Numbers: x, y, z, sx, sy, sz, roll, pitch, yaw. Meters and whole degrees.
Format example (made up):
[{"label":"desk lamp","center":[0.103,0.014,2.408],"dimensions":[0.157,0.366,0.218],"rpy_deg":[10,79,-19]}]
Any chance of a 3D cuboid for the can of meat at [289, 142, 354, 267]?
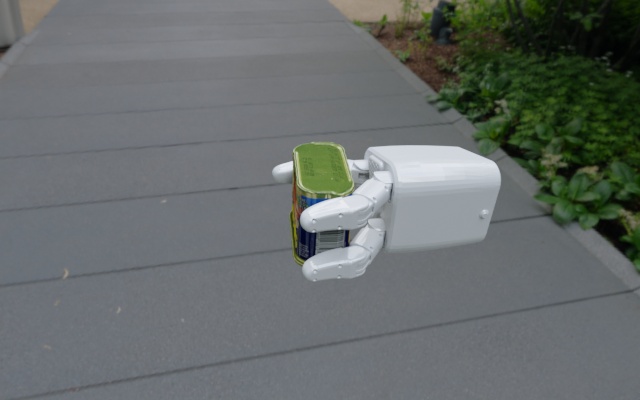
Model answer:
[{"label":"can of meat","center":[0.000,0.001,0.465],"dimensions":[0.057,0.084,0.102],"rpy_deg":[-1,34,-7]}]
